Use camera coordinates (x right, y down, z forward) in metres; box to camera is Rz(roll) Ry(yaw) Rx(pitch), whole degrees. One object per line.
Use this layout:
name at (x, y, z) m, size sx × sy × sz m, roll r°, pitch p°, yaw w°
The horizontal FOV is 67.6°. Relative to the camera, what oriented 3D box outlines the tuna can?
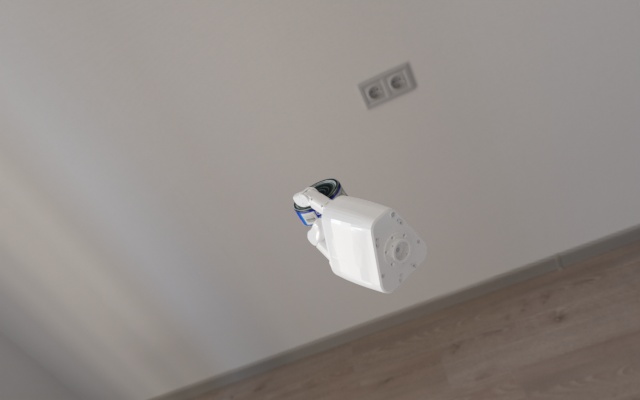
tuna can at (0.000, 0.002, 0.762) m, size 0.086 × 0.034 × 0.086 m, roll -26°, pitch 24°, yaw 13°
